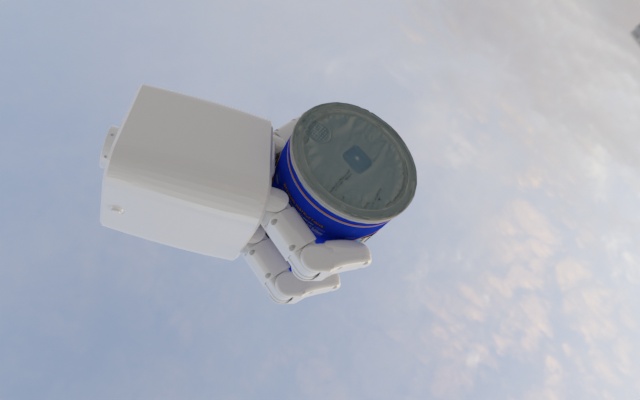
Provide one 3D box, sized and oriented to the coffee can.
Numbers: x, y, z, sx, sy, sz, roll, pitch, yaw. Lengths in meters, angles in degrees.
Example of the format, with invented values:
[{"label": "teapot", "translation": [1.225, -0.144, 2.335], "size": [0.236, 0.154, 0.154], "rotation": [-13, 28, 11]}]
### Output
[{"label": "coffee can", "translation": [0.000, 0.001, 0.404], "size": [0.103, 0.102, 0.140], "rotation": [0, -28, -27]}]
